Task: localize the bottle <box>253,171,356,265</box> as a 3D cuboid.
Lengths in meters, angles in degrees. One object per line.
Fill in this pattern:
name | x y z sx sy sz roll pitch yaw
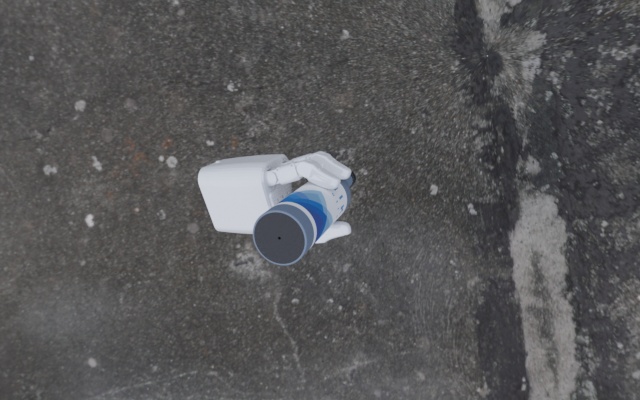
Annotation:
bottle | 0.000 0.002 0.668 0.069 0.069 0.295 0 16 19
